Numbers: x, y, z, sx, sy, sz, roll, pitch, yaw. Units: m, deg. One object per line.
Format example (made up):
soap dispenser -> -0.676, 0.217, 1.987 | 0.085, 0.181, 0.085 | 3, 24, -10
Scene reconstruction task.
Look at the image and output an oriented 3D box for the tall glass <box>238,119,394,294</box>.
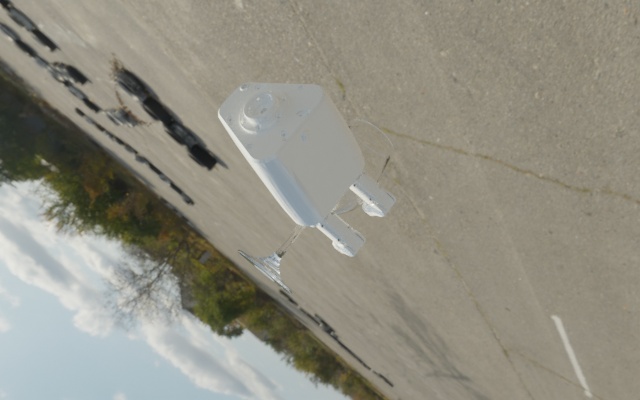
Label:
tall glass -> 0.000, 0.002, 0.536 | 0.079, 0.201, 0.079 | 37, -13, 10
